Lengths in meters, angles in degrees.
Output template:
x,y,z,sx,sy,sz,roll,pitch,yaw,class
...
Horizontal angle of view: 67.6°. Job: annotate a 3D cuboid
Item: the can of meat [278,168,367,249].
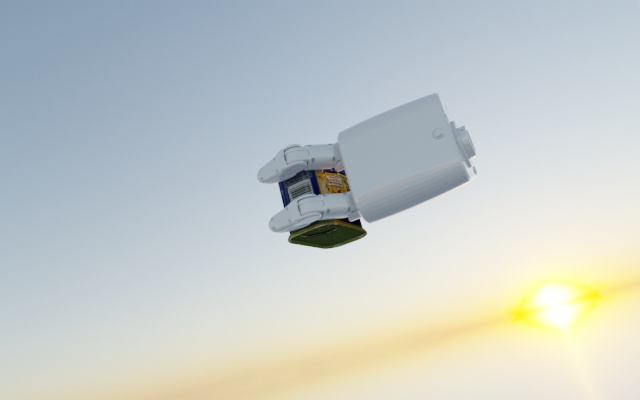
x,y,z,sx,sy,sz,roll,pitch,yaw,class
0.000,0.001,0.518,0.057,0.084,0.102,-23,-20,25,can of meat
